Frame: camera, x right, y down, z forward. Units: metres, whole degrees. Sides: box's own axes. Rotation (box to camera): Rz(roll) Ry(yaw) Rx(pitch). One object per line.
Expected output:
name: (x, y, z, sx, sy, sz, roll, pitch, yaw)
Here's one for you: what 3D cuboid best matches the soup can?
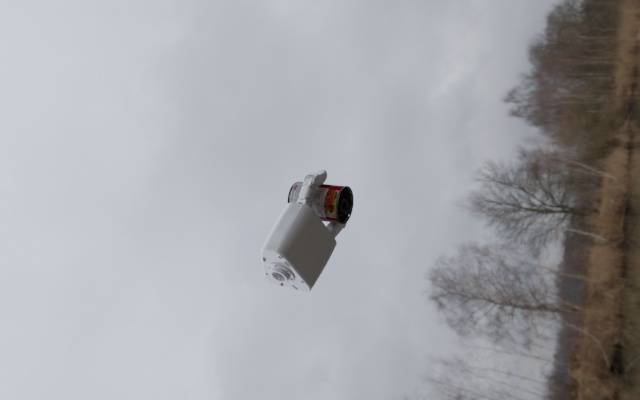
soup can: (0.000, 0.002, 0.868, 0.102, 0.068, 0.068, 7, 3, 28)
